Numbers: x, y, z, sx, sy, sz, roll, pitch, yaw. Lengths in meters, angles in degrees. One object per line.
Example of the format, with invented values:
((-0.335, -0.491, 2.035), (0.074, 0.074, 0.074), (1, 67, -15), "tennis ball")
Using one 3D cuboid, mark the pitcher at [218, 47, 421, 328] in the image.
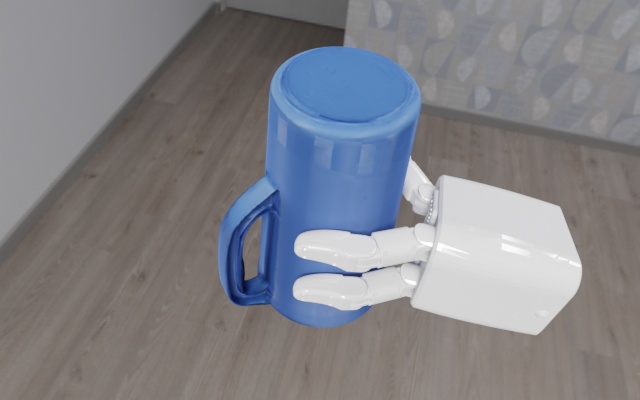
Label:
((0.000, 0.001, 0.416), (0.145, 0.149, 0.243), (16, -41, 8), "pitcher")
